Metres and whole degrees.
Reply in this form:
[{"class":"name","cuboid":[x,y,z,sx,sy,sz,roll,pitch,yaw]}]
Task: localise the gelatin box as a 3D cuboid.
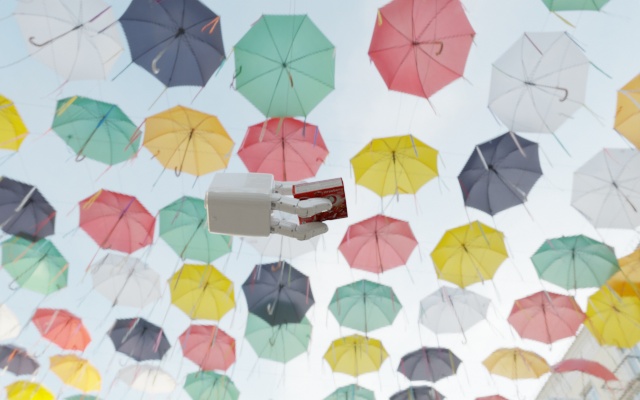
[{"class":"gelatin box","cuboid":[0.000,0.002,0.827,0.089,0.073,0.030,-10,39,0]}]
